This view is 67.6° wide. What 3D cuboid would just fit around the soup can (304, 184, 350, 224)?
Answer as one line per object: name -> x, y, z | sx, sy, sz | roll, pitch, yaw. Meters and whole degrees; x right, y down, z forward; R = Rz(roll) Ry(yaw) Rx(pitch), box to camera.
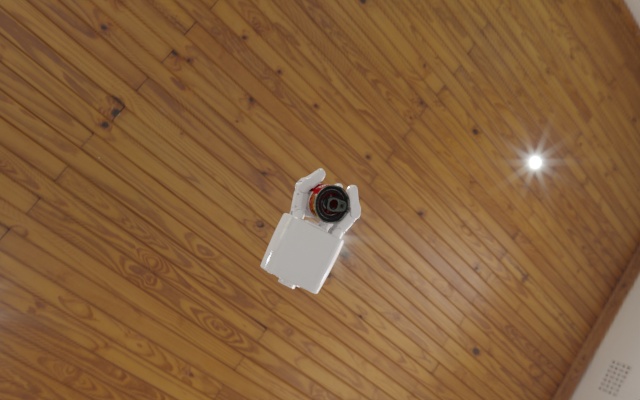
soup can -> 0.000, 0.002, 0.869 | 0.068, 0.068, 0.102 | 0, 5, -25
